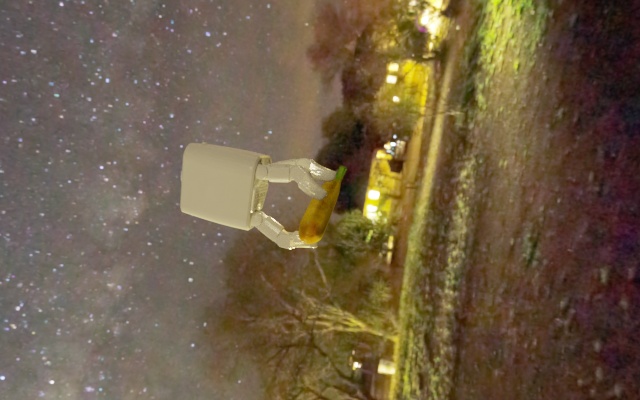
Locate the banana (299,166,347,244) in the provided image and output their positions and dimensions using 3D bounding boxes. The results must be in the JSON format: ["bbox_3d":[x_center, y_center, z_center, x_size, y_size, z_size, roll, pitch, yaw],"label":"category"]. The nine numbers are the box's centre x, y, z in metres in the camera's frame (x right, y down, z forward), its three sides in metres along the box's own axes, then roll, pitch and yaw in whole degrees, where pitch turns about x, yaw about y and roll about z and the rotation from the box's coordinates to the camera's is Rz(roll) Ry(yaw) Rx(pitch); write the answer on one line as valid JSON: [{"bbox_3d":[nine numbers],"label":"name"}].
[{"bbox_3d":[-0.003,0.016,0.689,0.037,0.070,0.197,17,32,5],"label":"banana"}]
